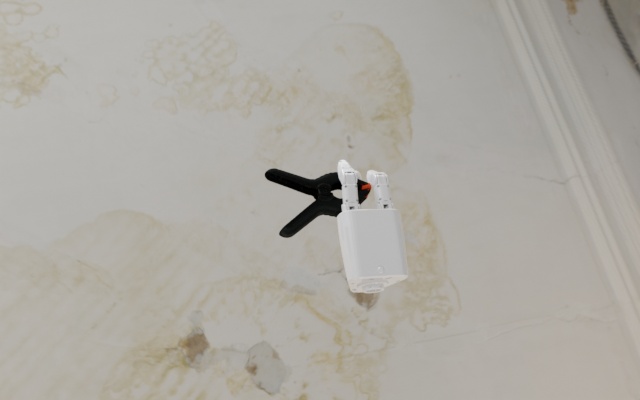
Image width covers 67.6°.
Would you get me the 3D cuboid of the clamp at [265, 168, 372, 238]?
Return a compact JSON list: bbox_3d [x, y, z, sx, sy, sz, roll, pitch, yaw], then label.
[{"bbox_3d":[0.000,0.003,0.754,0.171,0.120,0.039,-1,-24,-11],"label":"clamp"}]
